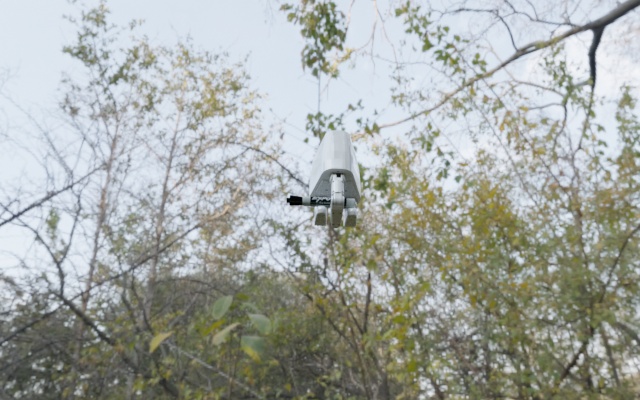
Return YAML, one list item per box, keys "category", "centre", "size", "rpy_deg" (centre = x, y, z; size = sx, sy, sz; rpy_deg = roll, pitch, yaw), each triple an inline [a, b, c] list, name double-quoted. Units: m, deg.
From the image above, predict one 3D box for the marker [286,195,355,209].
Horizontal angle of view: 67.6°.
- category: "marker"
  centre: [0.000, 0.003, 0.845]
  size: [0.121, 0.020, 0.020]
  rpy_deg: [3, 0, -2]
